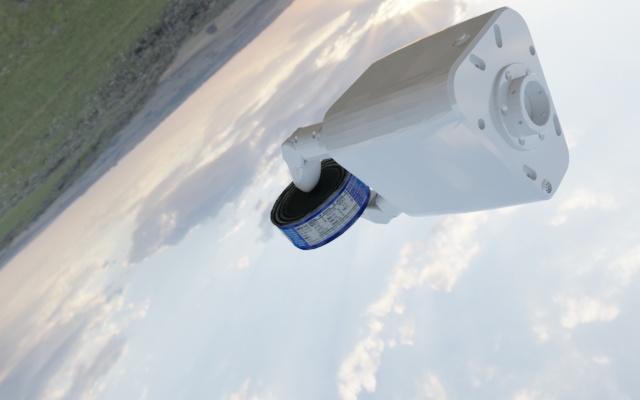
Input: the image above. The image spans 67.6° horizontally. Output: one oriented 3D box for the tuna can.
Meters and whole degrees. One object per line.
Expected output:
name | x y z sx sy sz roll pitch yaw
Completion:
tuna can | 0.000 0.002 0.411 0.086 0.034 0.086 -33 24 17
